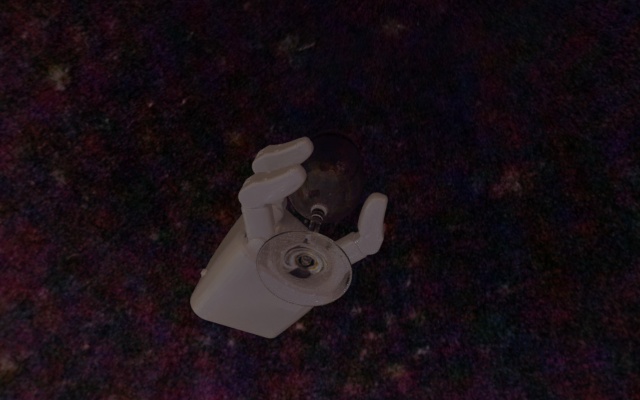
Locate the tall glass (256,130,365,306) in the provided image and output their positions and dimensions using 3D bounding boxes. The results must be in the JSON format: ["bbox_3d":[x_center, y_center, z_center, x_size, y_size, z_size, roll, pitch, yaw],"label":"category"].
[{"bbox_3d":[0.000,0.002,0.446,0.079,0.079,0.201,0,32,9],"label":"tall glass"}]
